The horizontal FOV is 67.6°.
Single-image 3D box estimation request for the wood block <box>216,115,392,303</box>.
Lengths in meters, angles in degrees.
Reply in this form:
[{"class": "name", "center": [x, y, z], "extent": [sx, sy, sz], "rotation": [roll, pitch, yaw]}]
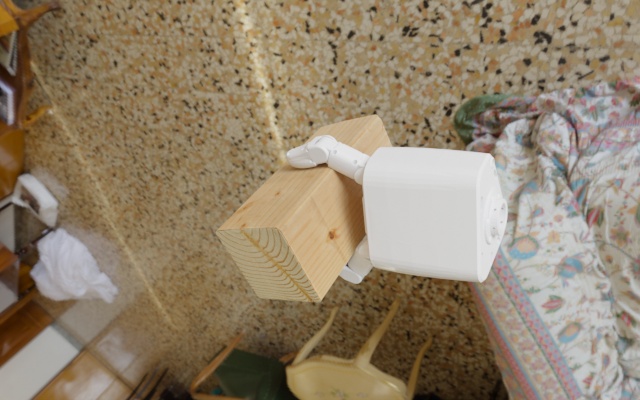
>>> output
[{"class": "wood block", "center": [0.000, 0.001, 0.514], "extent": [0.090, 0.091, 0.206], "rotation": [-6, 32, 40]}]
